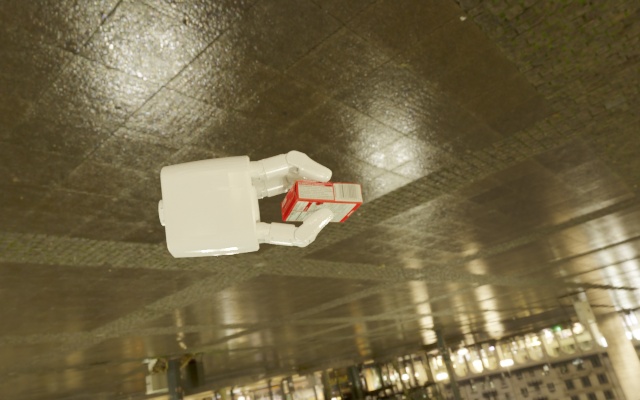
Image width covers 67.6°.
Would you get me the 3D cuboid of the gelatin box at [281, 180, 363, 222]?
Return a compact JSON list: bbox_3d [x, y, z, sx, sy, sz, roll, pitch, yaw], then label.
[{"bbox_3d":[0.000,0.002,0.619,0.089,0.030,0.073,3,-23,-17],"label":"gelatin box"}]
